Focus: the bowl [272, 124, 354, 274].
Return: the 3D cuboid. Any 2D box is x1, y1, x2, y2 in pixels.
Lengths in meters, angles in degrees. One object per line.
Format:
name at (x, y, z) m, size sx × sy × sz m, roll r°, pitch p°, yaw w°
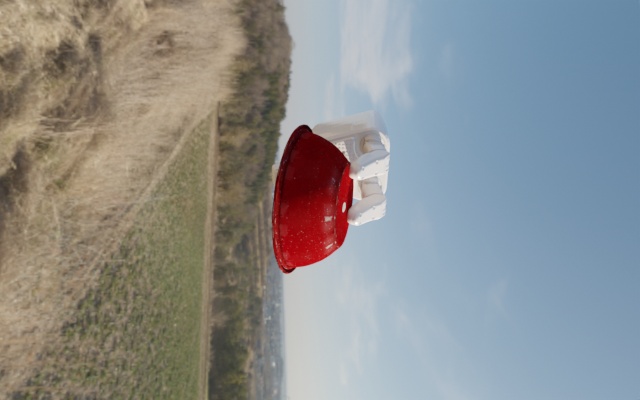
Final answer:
bowl at (0.000, 0.003, 0.510) m, size 0.055 × 0.162 × 0.162 m, roll 7°, pitch 2°, yaw 14°
